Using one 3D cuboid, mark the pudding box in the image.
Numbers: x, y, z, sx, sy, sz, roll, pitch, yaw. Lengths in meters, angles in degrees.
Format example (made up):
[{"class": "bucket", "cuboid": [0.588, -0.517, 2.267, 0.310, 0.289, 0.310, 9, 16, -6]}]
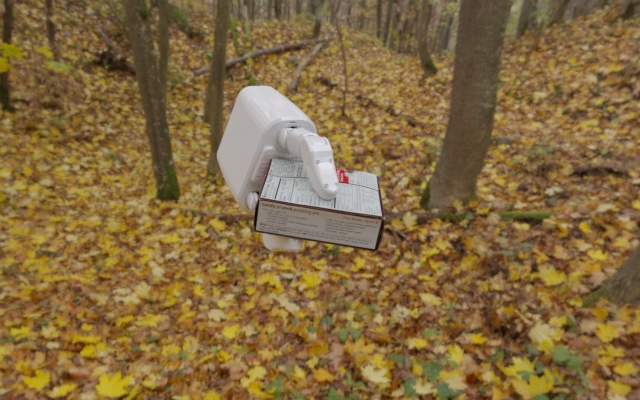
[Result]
[{"class": "pudding box", "cuboid": [0.000, 0.001, 0.443, 0.113, 0.039, 0.090, 8, 29, -1]}]
